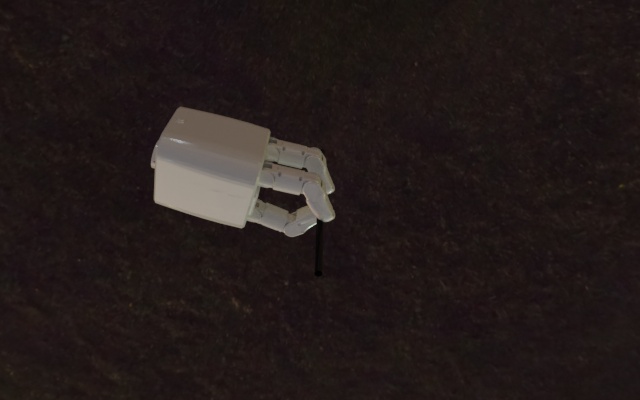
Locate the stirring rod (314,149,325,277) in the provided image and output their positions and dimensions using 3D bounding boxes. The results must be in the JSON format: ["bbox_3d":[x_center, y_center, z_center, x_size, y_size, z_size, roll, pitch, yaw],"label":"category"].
[{"bbox_3d":[0.000,0.002,0.561,0.011,0.011,0.239,0,35,1],"label":"stirring rod"}]
